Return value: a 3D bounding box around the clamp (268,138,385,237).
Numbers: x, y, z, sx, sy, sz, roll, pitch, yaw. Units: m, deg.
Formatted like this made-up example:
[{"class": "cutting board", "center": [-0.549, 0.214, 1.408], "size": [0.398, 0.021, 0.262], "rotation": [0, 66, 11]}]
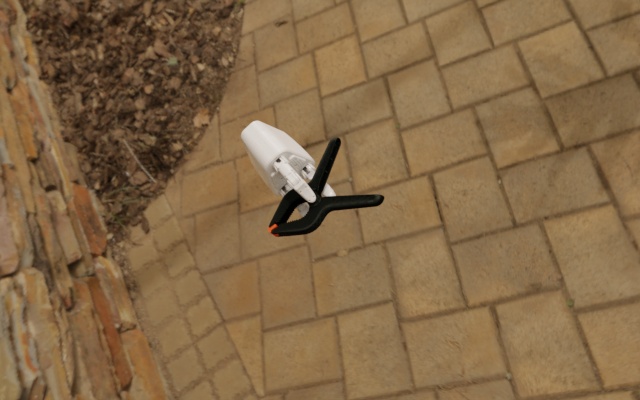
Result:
[{"class": "clamp", "center": [-0.001, 0.003, 0.850], "size": [0.164, 0.210, 0.036], "rotation": [49, 2, 33]}]
